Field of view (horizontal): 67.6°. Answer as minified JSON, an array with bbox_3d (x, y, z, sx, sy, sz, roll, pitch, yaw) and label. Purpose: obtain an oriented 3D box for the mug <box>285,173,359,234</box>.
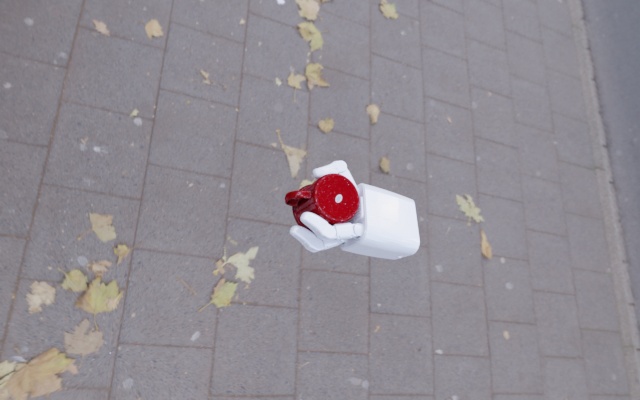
[{"bbox_3d":[-0.001,0.002,0.775,0.117,0.093,0.081,13,-21,-21],"label":"mug"}]
